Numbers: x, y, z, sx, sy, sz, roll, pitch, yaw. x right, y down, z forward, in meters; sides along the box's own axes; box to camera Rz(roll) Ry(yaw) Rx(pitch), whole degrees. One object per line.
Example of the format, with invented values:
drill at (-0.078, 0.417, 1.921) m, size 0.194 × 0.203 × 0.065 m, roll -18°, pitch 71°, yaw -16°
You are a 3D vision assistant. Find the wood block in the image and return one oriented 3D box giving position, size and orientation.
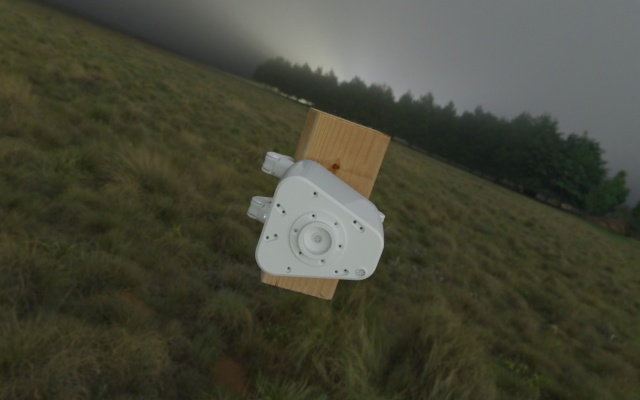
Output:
wood block at (0.000, 0.002, 0.584) m, size 0.091 × 0.206 × 0.090 m, roll 17°, pitch 11°, yaw -11°
